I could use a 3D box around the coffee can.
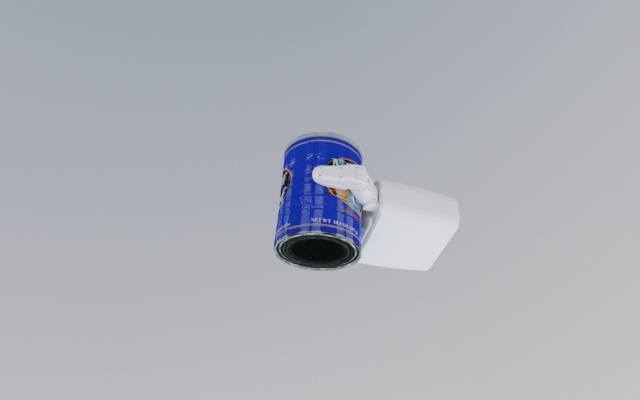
[{"bbox_3d":[0.000,0.002,0.587,0.103,0.140,0.103,2,-31,1],"label":"coffee can"}]
